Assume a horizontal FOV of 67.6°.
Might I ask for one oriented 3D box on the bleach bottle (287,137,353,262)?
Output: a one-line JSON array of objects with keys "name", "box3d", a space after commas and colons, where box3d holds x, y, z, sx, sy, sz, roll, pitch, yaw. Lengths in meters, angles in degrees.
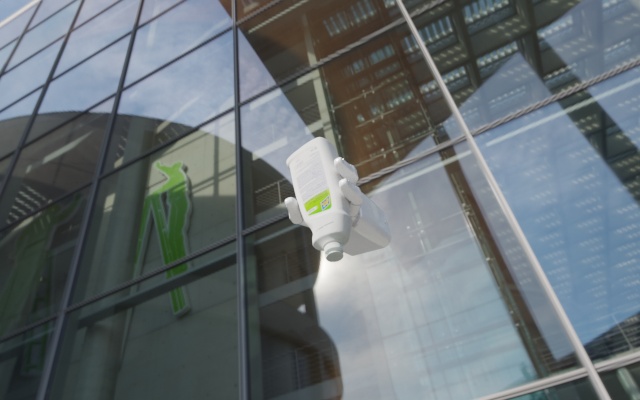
[{"name": "bleach bottle", "box3d": [0.000, 0.003, 0.848, 0.102, 0.250, 0.068, -35, -47, 25]}]
